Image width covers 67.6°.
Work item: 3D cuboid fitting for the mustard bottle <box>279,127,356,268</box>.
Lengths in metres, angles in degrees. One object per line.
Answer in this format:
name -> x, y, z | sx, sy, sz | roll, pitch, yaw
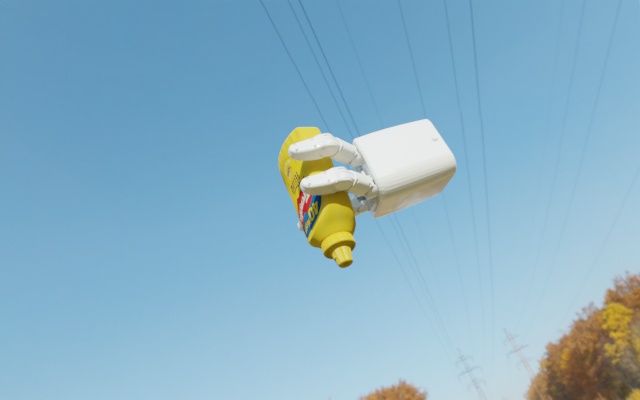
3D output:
mustard bottle -> 0.000, 0.002, 0.611 | 0.058, 0.191, 0.096 | -3, -39, -26
